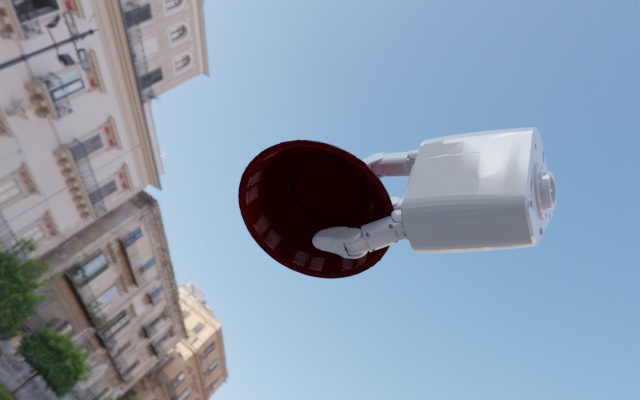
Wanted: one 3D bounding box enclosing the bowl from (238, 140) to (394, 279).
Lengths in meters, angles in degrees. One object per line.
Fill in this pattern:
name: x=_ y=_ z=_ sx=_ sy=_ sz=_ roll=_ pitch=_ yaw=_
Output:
bowl: x=-0.001 y=0.001 z=0.492 sx=0.162 sy=0.162 sz=0.055 roll=0 pitch=31 yaw=18
